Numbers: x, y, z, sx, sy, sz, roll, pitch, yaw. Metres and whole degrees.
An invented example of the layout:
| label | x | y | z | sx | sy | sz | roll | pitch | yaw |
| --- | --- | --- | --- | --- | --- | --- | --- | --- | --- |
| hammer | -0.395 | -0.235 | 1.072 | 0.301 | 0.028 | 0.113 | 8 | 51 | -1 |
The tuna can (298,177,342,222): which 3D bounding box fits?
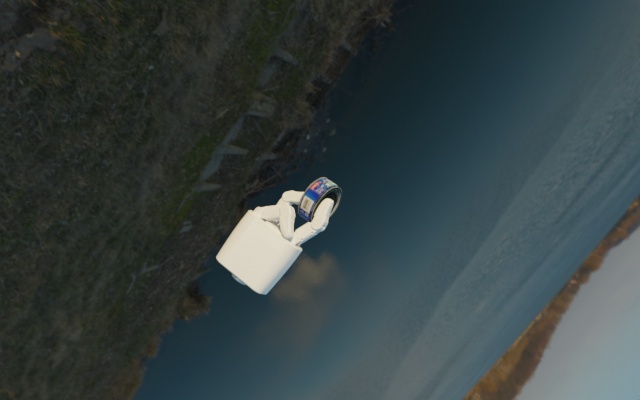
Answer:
| label | x | y | z | sx | sy | sz | roll | pitch | yaw |
| --- | --- | --- | --- | --- | --- | --- | --- | --- | --- |
| tuna can | 0.001 | 0.003 | 0.867 | 0.033 | 0.086 | 0.086 | 35 | 17 | 27 |
